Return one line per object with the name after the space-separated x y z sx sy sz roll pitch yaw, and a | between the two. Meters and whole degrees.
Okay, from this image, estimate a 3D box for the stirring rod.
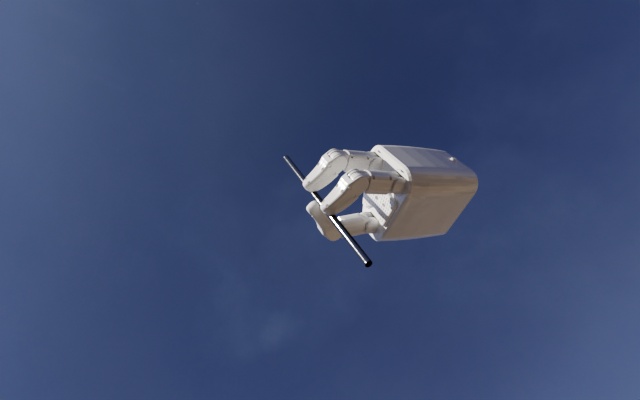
0.000 0.002 0.550 0.011 0.011 0.239 0 29 -26 | stirring rod
